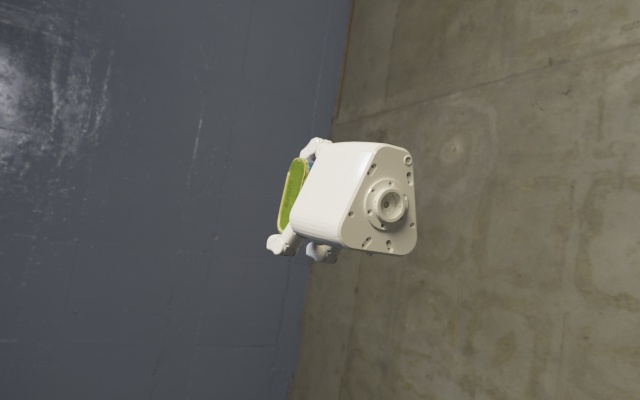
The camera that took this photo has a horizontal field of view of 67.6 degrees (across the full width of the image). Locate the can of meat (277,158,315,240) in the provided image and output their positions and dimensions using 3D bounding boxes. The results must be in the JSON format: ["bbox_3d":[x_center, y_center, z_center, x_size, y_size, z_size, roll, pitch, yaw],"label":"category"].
[{"bbox_3d":[0.000,0.002,0.595,0.084,0.102,0.057,10,4,-27],"label":"can of meat"}]
